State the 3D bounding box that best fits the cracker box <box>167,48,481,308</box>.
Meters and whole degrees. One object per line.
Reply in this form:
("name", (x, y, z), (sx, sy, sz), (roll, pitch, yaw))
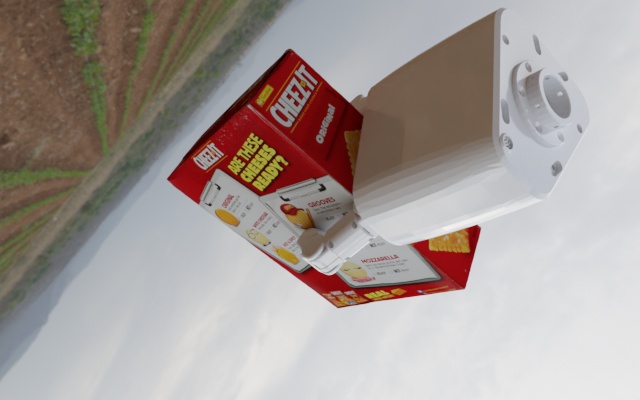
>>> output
("cracker box", (0.000, 0.002, 0.404), (0.214, 0.072, 0.164), (40, -34, -19))
